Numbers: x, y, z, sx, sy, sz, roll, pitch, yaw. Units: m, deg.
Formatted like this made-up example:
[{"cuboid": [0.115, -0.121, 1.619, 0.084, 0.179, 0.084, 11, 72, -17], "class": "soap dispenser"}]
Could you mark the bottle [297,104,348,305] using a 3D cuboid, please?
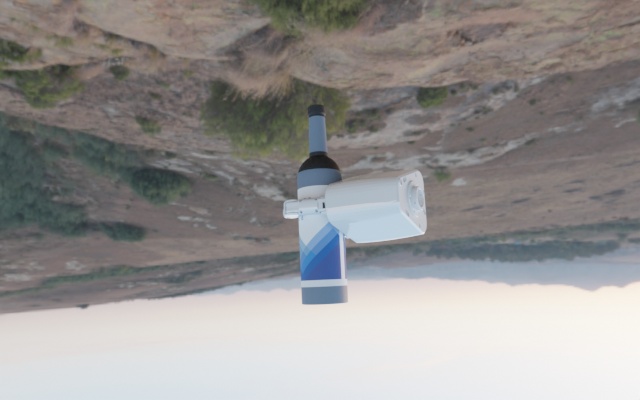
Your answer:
[{"cuboid": [0.000, 0.003, 0.707, 0.069, 0.295, 0.069, -2, -9, 0], "class": "bottle"}]
